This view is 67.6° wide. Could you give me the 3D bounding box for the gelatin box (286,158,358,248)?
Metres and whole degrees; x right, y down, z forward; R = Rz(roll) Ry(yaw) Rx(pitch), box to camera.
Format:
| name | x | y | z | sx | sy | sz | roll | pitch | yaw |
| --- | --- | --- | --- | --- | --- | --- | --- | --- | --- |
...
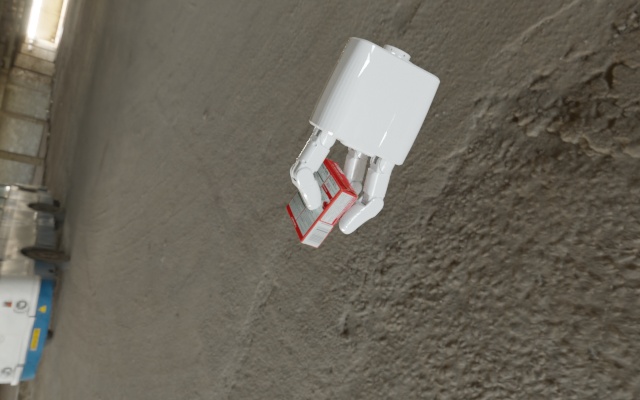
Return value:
| name | x | y | z | sx | sy | sz | roll | pitch | yaw |
| --- | --- | --- | --- | --- | --- | --- | --- | --- | --- |
| gelatin box | 0.000 | 0.002 | 0.594 | 0.030 | 0.089 | 0.073 | 23 | 24 | -35 |
